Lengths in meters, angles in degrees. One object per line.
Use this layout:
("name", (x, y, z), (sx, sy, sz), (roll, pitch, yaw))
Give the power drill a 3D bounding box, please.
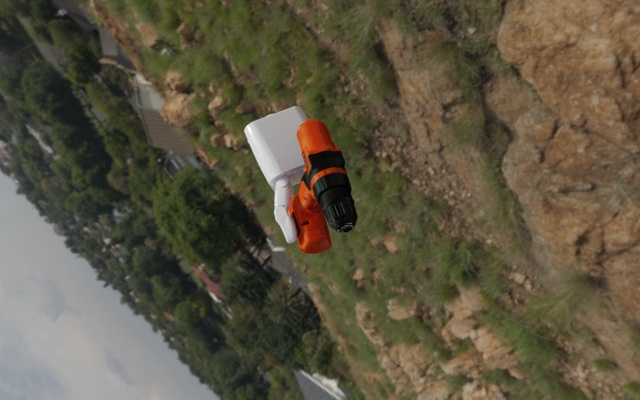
("power drill", (0.000, 0.002, 0.709), (0.057, 0.184, 0.188), (-6, -34, -16))
